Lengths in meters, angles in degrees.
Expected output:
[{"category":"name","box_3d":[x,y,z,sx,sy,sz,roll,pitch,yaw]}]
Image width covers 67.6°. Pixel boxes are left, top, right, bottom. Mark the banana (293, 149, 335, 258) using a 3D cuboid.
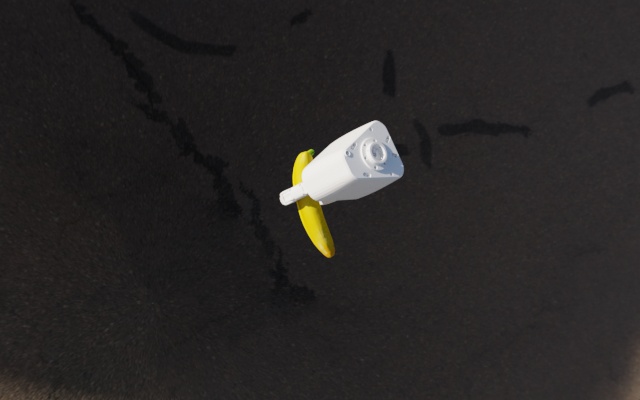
[{"category":"banana","box_3d":[-0.013,-0.002,0.801,0.037,0.197,0.069,-22,-19,39]}]
